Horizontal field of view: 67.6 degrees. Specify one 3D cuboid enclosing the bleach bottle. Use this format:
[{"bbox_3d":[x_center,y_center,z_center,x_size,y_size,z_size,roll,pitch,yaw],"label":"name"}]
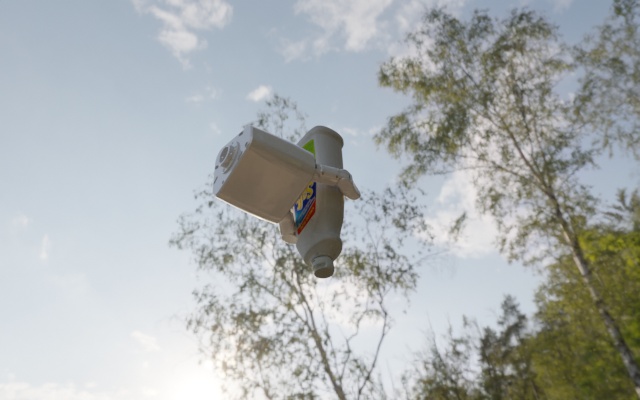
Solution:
[{"bbox_3d":[0.000,0.002,0.738,0.068,0.250,0.103,25,-50,-30],"label":"bleach bottle"}]
